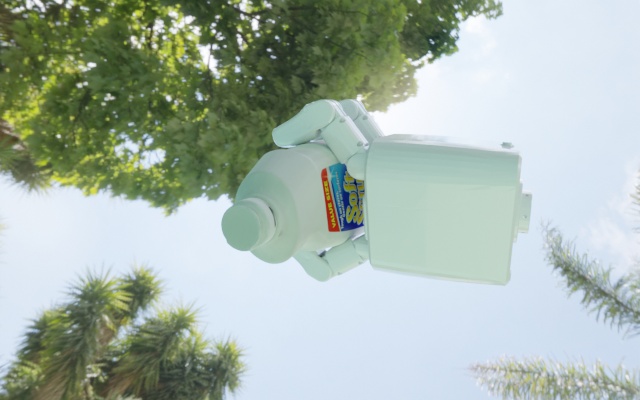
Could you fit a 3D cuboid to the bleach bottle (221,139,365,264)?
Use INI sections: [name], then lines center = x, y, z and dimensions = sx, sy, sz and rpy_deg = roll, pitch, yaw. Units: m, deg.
[bleach bottle]
center = 0.000, 0.001, 0.402
dimensions = 0.068, 0.102, 0.251
rpy_deg = 6, 13, 22
